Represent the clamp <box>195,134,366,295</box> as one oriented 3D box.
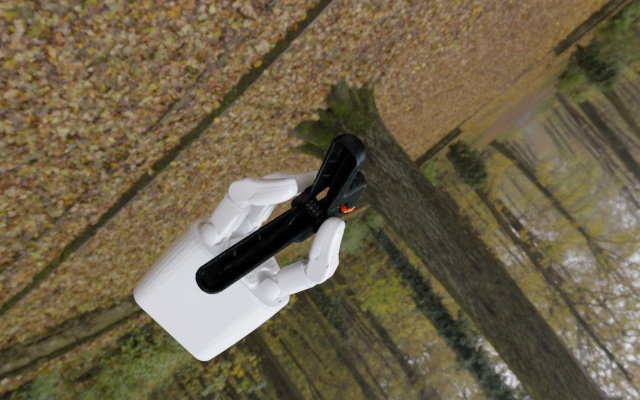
[{"bbox_3d":[0.001,0.002,0.422,0.164,0.036,0.210,-43,-9,23],"label":"clamp"}]
